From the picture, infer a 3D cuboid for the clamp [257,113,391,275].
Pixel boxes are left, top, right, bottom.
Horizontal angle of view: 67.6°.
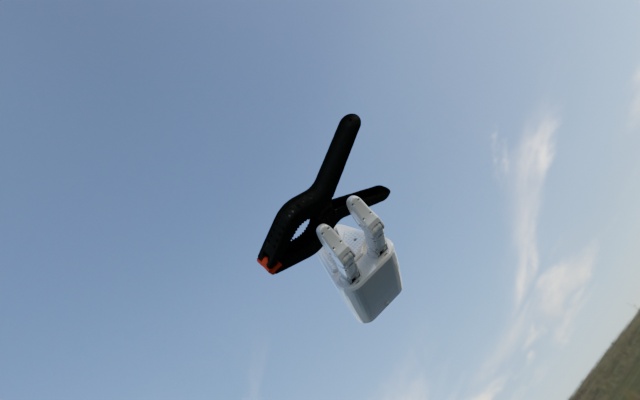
[{"bbox_3d":[-0.001,0.002,0.596,0.210,0.165,0.036,-41,49,-17],"label":"clamp"}]
